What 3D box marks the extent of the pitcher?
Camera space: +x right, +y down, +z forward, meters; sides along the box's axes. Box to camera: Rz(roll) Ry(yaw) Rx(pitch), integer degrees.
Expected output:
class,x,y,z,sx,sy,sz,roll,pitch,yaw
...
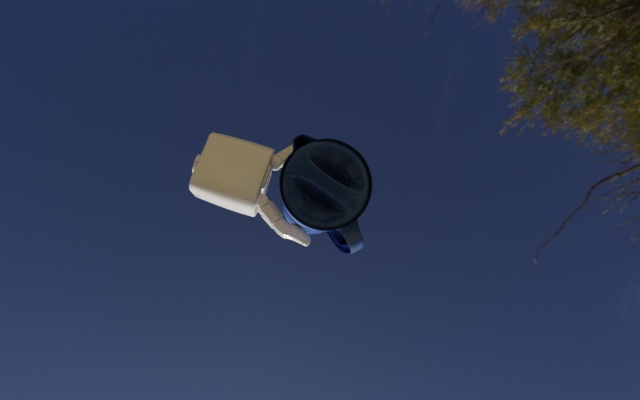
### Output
class,x,y,z,sx,sy,sz,roll,pitch,yaw
pitcher,0.000,0.002,0.782,0.145,0.149,0.243,16,-10,-4
